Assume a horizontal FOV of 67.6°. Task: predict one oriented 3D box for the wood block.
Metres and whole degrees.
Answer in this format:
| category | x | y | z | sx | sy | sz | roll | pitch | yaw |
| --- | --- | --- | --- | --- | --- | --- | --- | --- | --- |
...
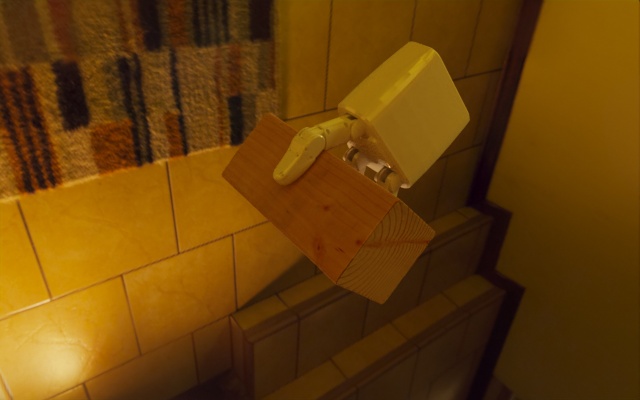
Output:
| category | x | y | z | sx | sy | sz | roll | pitch | yaw |
| --- | --- | --- | --- | --- | --- | --- | --- | --- | --- |
| wood block | 0.000 | 0.001 | 0.491 | 0.206 | 0.090 | 0.091 | 38 | 2 | 41 |
